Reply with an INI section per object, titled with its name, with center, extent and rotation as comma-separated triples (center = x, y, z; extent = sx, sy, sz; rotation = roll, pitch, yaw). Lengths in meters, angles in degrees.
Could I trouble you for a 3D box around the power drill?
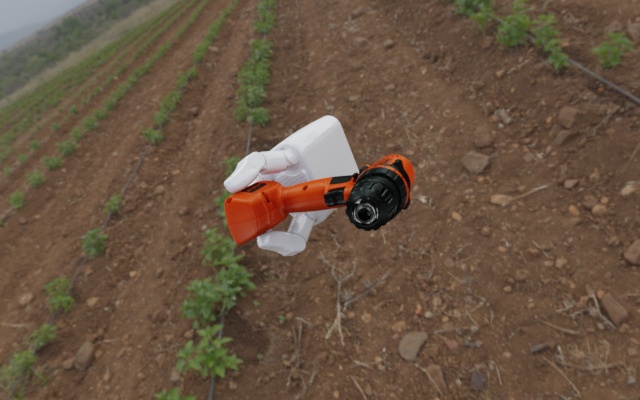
[power drill]
center = 0.000, 0.002, 0.495
extent = 0.187, 0.057, 0.184
rotation = -9, 9, 20
